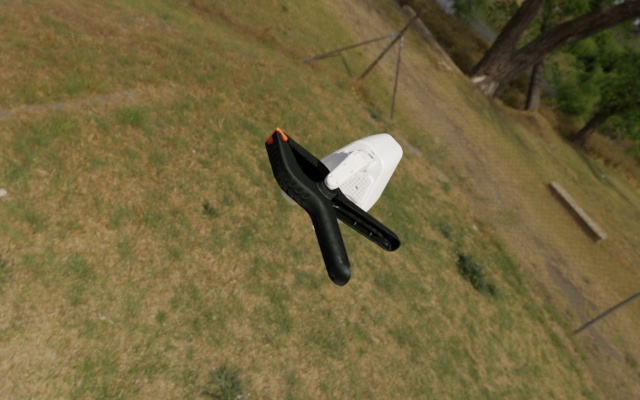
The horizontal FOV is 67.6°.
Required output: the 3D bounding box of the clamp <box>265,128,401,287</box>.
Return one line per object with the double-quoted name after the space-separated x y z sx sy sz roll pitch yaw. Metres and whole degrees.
0.000 0.001 0.560 0.036 0.210 0.164 -45 -7 26 "clamp"
